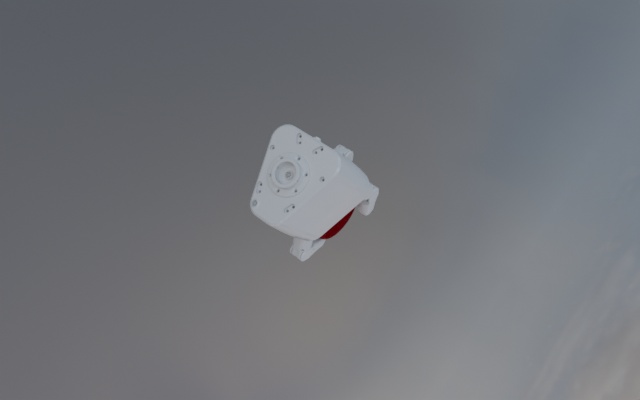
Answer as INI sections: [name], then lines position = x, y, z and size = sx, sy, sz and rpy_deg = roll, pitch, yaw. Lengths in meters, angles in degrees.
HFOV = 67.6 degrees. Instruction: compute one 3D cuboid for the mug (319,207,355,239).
[mug]
position = 0.001, 0.003, 0.661
size = 0.081, 0.093, 0.117
rpy_deg = 34, 0, 24
